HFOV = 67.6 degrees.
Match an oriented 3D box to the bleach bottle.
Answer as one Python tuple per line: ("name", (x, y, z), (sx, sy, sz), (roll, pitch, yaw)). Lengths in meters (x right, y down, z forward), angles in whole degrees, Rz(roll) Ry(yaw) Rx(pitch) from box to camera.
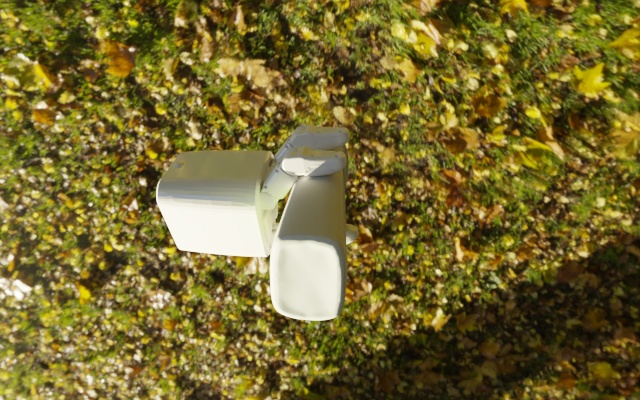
("bleach bottle", (0.000, 0.002, 0.515), (0.068, 0.103, 0.250), (4, 33, 4))
